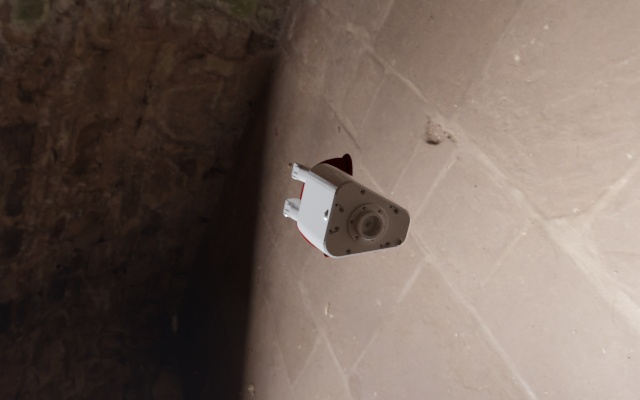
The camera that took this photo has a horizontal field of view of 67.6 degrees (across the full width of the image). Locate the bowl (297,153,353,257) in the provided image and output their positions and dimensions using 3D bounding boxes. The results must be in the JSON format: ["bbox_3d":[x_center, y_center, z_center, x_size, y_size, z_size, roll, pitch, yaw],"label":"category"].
[{"bbox_3d":[-0.001,0.002,0.727,0.055,0.162,0.162,11,-2,-9],"label":"bowl"}]
